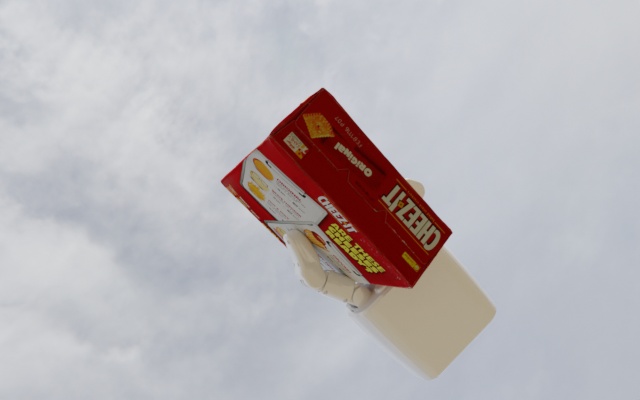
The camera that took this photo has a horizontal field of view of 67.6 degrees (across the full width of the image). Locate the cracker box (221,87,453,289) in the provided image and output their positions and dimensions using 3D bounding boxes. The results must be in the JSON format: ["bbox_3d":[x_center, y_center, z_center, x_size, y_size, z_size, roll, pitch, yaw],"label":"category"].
[{"bbox_3d":[0.000,0.002,0.465,0.072,0.164,0.214,-48,11,-20],"label":"cracker box"}]
